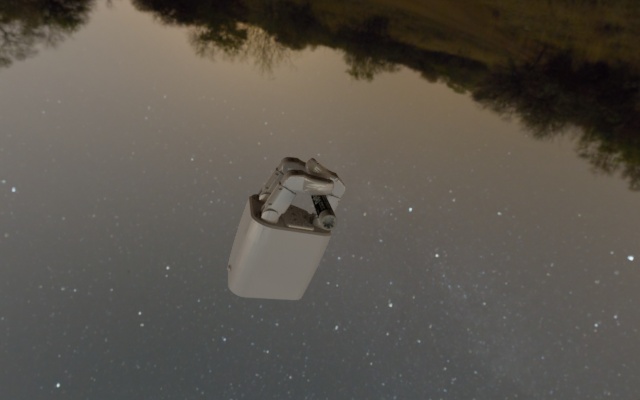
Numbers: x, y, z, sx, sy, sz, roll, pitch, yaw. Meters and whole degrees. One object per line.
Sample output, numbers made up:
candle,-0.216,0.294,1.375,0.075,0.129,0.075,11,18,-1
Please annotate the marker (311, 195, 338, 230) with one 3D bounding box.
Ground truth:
marker,0.000,0.002,0.570,0.020,0.020,0.121,0,22,-10
